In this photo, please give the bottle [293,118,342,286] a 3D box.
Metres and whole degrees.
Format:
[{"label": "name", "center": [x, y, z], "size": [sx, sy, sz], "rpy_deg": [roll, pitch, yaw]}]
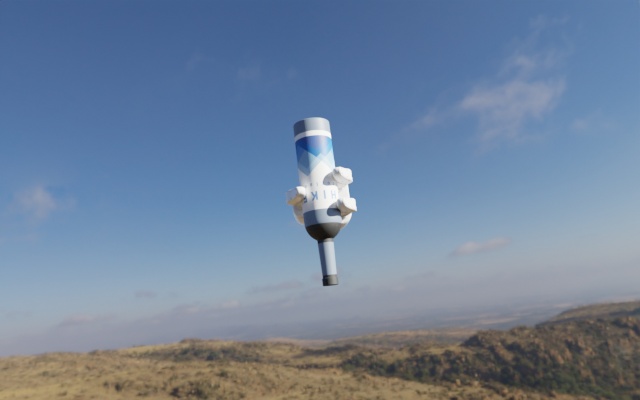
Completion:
[{"label": "bottle", "center": [0.000, 0.003, 0.848], "size": [0.069, 0.295, 0.069], "rpy_deg": [-7, -12, -1]}]
